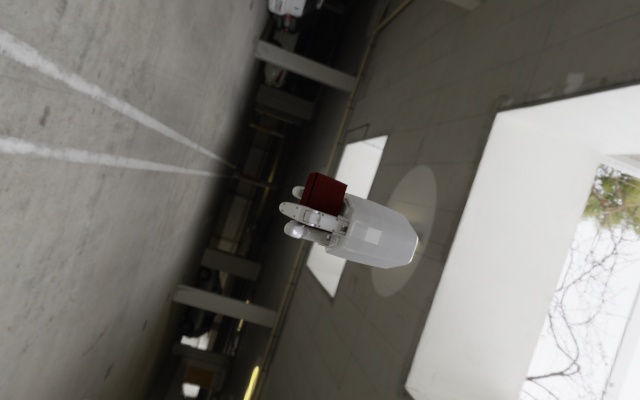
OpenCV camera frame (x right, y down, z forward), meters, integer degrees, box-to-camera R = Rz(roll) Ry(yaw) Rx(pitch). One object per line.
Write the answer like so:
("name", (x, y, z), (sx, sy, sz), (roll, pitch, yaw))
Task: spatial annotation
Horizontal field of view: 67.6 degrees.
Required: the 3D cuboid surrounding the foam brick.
("foam brick", (0.000, 0.002, 0.707), (0.051, 0.078, 0.053), (18, 1, -12))
